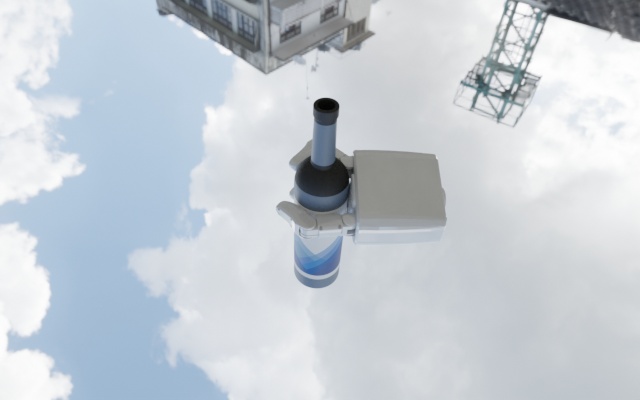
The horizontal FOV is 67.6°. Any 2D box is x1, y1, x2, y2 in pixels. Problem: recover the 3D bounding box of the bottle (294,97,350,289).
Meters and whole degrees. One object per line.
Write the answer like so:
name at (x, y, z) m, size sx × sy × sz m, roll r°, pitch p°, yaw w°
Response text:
bottle at (0.000, 0.002, 0.597) m, size 0.069 × 0.069 × 0.296 m, roll 0°, pitch -43°, yaw -3°
